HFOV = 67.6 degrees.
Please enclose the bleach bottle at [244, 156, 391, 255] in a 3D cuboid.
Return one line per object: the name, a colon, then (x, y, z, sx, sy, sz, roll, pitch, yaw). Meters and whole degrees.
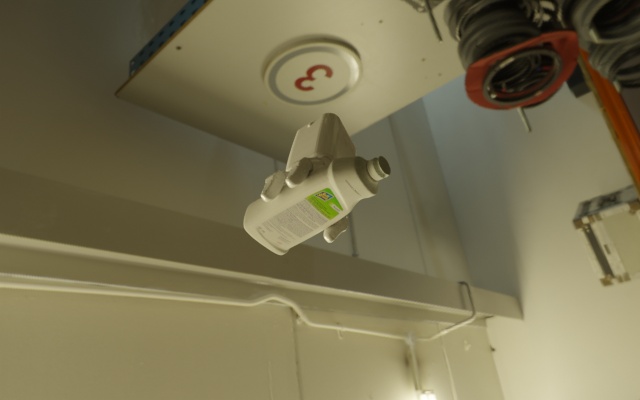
bleach bottle: (0.000, 0.002, 0.724, 0.251, 0.068, 0.103, -26, -51, 34)
